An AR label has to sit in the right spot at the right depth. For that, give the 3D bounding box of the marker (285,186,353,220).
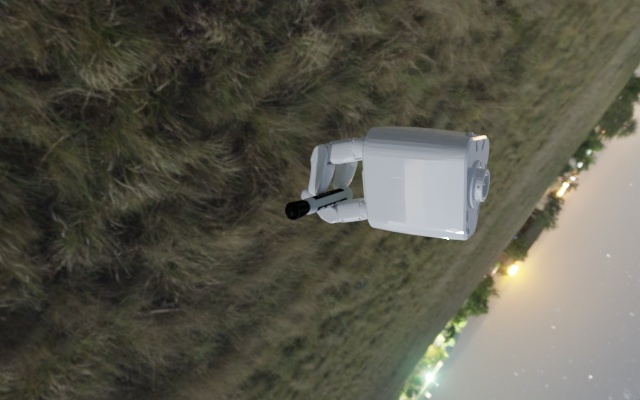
[{"bbox_3d":[0.000,0.002,0.528,0.020,0.020,0.121,0,9,32],"label":"marker"}]
